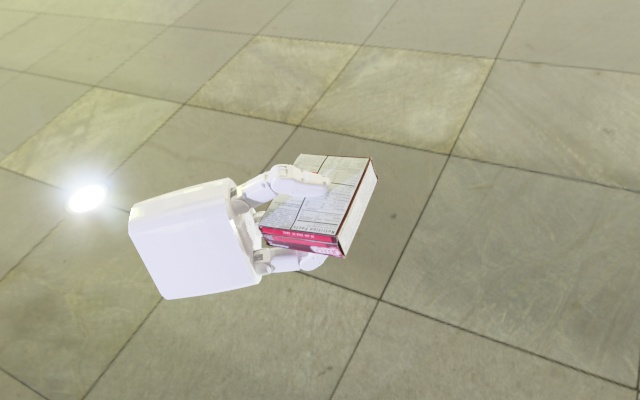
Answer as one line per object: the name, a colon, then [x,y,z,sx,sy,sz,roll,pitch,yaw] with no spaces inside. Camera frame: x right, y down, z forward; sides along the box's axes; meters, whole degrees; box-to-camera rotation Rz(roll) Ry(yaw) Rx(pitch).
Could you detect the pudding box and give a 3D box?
pudding box: [0.000,0.002,0.496,0.090,0.113,0.039,7,-38,26]
